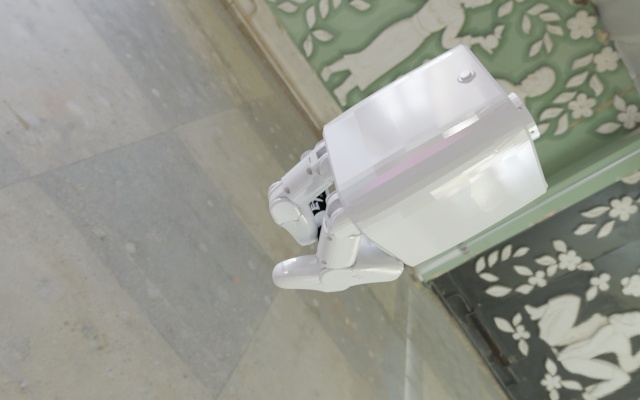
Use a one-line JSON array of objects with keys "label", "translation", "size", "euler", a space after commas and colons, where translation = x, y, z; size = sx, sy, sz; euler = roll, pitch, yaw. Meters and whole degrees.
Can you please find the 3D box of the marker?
[{"label": "marker", "translation": [0.000, 0.001, 0.400], "size": [0.020, 0.020, 0.121], "euler": [0, 43, -12]}]
